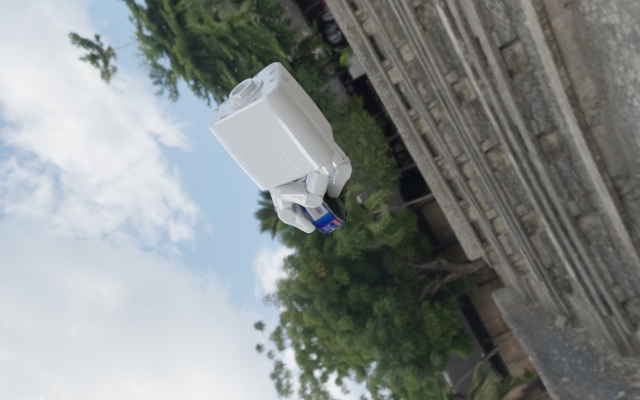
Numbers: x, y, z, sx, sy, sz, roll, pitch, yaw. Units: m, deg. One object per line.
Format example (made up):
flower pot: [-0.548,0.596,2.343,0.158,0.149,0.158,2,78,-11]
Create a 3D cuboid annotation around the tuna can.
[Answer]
tuna can: [0.000,0.003,0.659,0.034,0.086,0.086,-35,-10,15]
